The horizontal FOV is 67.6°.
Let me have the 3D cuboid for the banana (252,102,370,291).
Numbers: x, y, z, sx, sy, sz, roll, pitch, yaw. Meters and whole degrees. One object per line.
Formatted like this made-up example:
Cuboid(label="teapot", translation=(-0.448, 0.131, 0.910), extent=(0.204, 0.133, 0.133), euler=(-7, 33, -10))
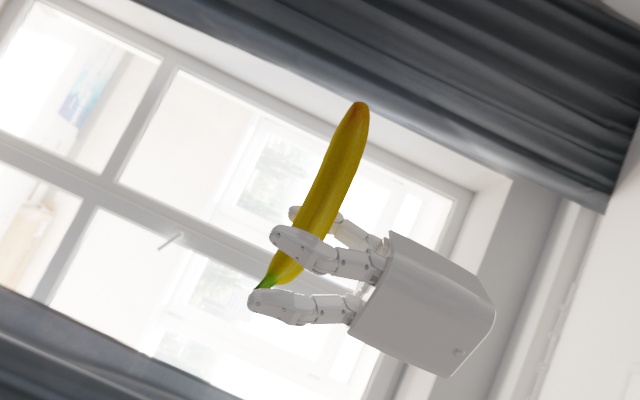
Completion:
Cuboid(label="banana", translation=(0.000, 0.003, 0.448), extent=(0.037, 0.198, 0.069), euler=(27, 6, 3))
